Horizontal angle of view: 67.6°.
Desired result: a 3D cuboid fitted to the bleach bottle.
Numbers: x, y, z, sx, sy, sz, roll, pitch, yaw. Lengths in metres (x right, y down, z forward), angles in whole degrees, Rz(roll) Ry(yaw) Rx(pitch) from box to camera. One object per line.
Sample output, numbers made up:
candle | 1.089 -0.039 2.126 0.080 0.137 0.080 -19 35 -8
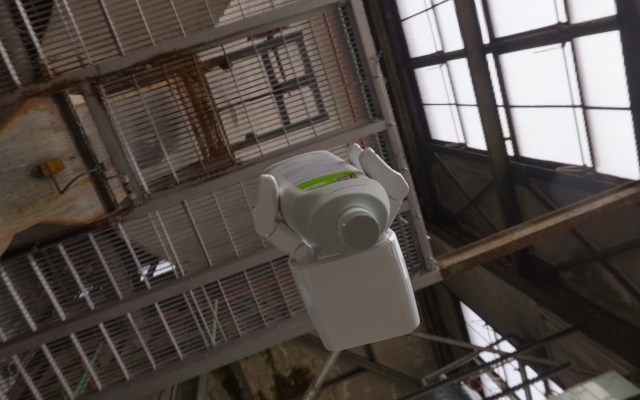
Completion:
bleach bottle | 0.000 0.001 0.476 0.102 0.068 0.250 -21 15 -6
